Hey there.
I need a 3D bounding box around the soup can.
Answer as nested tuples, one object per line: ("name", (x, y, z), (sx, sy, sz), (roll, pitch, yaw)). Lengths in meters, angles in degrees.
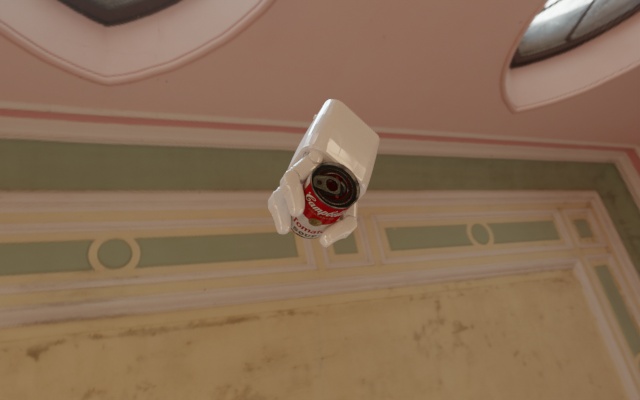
("soup can", (0.000, 0.003, 0.641), (0.068, 0.068, 0.102), (0, -27, -26))
